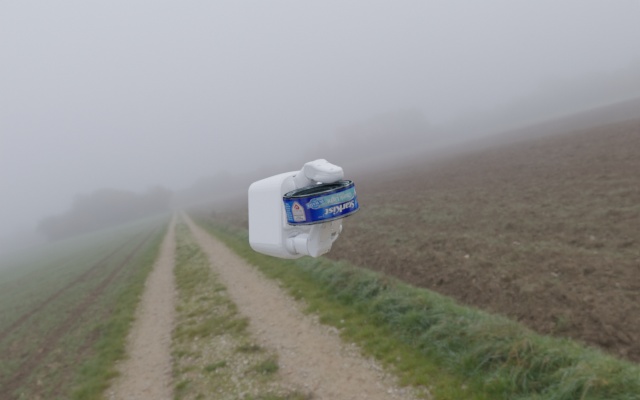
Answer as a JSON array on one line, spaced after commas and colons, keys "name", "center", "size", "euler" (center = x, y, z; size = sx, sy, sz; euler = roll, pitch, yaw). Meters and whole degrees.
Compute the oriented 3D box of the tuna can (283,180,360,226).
[{"name": "tuna can", "center": [0.000, 0.001, 0.550], "size": [0.086, 0.034, 0.086], "euler": [-11, 9, 2]}]
